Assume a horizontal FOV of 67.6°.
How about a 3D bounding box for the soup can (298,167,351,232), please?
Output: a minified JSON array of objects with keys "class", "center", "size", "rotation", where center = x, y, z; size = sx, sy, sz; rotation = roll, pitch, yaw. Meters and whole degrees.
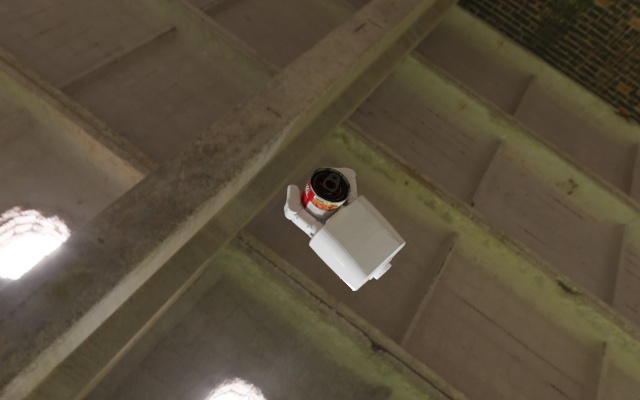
[{"class":"soup can","center":[0.000,0.002,0.786],"size":[0.068,0.068,0.102],"rotation":[0,-33,-22]}]
